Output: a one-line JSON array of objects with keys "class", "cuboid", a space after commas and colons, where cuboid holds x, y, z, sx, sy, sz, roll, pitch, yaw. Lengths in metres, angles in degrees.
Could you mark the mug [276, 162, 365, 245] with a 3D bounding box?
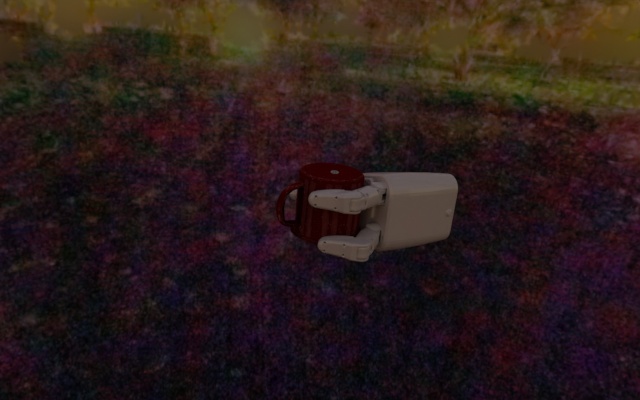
[{"class": "mug", "cuboid": [-0.001, 0.002, 0.590, 0.117, 0.081, 0.093, -4, 22, -25]}]
